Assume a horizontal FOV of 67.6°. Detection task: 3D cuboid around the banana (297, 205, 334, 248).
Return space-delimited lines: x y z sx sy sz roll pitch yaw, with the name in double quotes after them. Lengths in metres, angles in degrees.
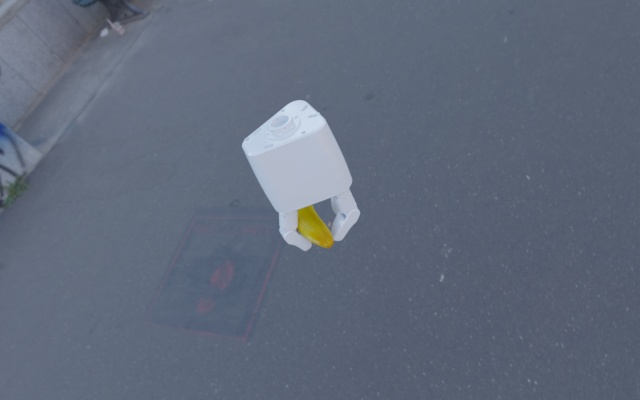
-0.018 0.004 0.732 0.069 0.037 0.197 -10 37 6 "banana"
